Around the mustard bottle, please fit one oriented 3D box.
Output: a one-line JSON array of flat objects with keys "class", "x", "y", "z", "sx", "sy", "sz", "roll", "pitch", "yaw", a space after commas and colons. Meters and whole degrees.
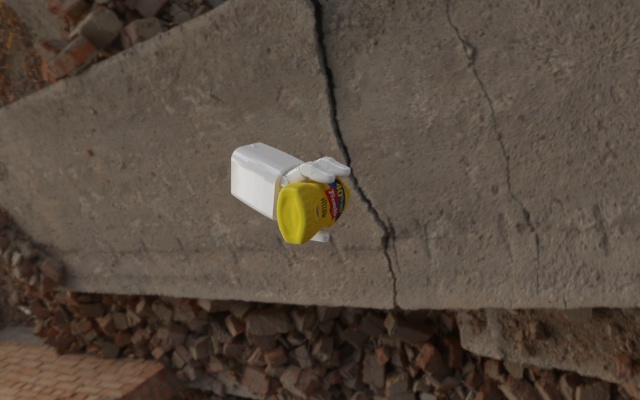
[{"class": "mustard bottle", "x": 0.000, "y": 0.003, "z": 0.825, "sx": 0.058, "sy": 0.096, "sz": 0.191, "roll": 3, "pitch": 15, "yaw": 30}]
